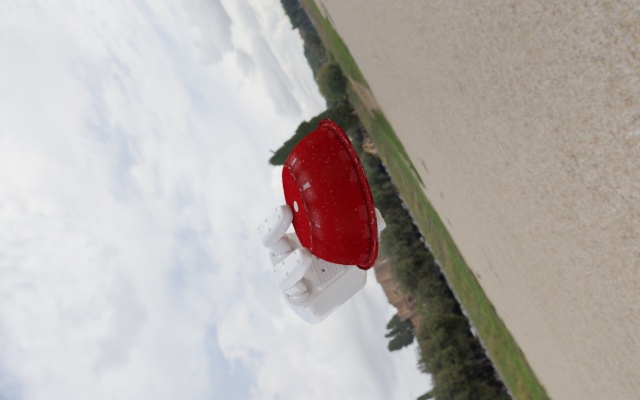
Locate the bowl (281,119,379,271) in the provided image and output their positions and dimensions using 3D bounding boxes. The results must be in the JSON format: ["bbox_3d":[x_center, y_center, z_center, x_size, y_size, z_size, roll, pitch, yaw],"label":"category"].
[{"bbox_3d":[0.000,0.001,0.489,0.055,0.162,0.162,-16,4,-15],"label":"bowl"}]
